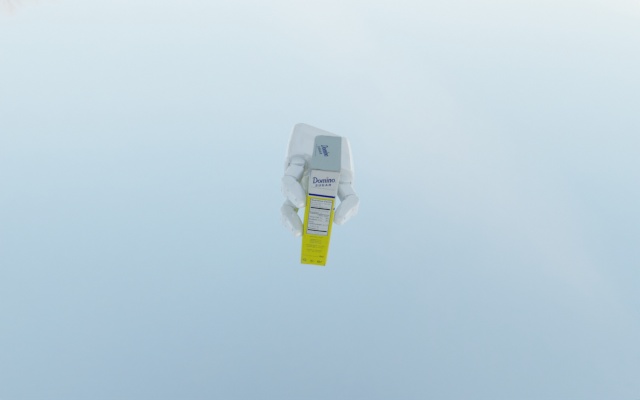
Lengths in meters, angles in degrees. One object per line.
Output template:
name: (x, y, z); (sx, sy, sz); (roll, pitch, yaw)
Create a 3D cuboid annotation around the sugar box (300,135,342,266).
sugar box: (0.000, 0.002, 0.700); (0.048, 0.176, 0.093); (5, 37, 0)
